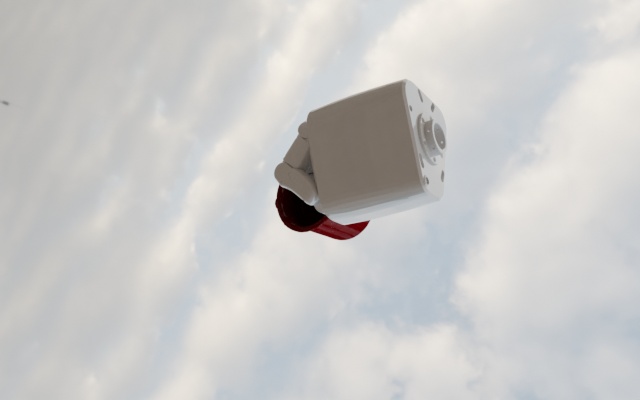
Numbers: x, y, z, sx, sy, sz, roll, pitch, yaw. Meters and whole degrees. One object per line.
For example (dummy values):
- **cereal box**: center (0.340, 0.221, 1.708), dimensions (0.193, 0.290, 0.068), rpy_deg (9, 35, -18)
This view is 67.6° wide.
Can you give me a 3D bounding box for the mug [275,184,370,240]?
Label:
- **mug**: center (-0.001, 0.002, 0.563), dimensions (0.117, 0.093, 0.081), rpy_deg (-12, -22, 36)
